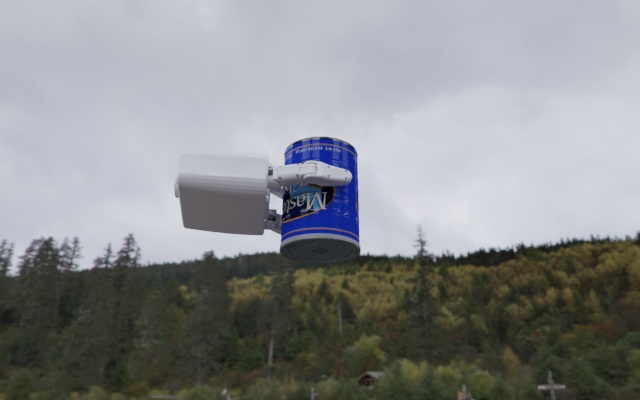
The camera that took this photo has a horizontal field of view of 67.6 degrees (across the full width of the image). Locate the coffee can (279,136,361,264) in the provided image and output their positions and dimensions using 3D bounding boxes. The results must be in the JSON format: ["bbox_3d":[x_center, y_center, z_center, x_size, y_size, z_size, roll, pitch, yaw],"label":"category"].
[{"bbox_3d":[0.000,0.002,0.630,0.103,0.140,0.103,0,-24,0],"label":"coffee can"}]
